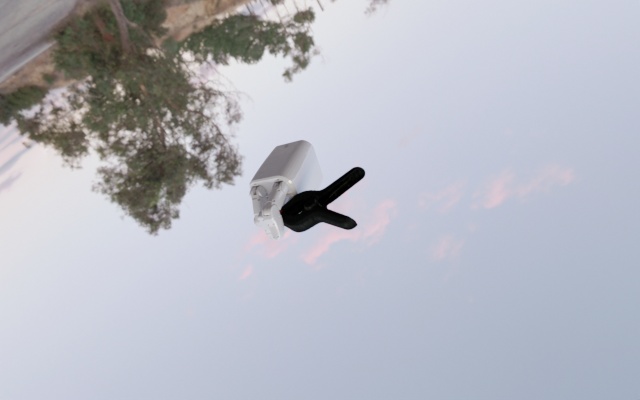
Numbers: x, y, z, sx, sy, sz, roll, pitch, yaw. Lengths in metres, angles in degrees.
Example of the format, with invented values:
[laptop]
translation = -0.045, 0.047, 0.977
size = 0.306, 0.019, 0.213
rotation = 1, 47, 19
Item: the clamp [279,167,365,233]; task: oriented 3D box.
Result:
[clamp]
translation = 0.000, 0.003, 0.784
size = 0.171, 0.120, 0.039
rotation = -7, -47, 36
